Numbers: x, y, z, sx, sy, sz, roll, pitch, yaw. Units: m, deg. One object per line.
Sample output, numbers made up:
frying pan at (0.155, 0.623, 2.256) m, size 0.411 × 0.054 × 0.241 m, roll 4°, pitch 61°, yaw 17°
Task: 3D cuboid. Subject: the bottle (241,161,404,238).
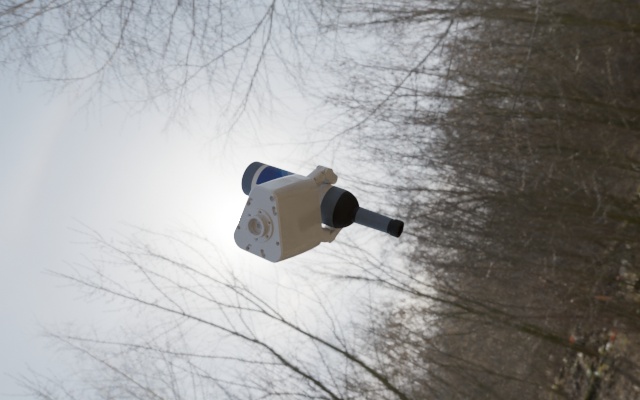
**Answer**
bottle at (0.000, 0.003, 0.804) m, size 0.295 × 0.069 × 0.069 m, roll 19°, pitch 9°, yaw 27°
